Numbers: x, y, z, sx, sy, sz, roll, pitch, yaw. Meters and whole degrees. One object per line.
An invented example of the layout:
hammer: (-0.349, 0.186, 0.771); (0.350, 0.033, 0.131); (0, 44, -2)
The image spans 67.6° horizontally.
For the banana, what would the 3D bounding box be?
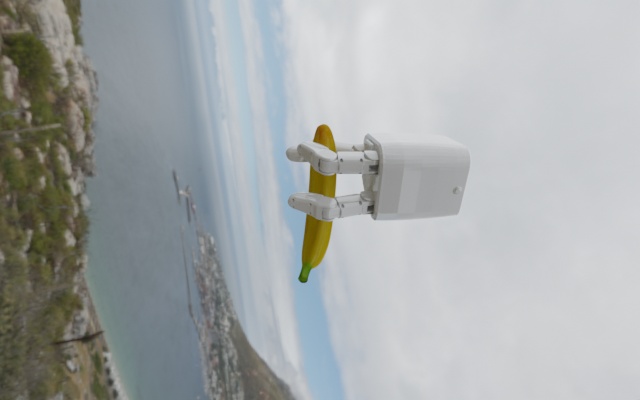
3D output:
banana: (0.000, 0.002, 0.609); (0.037, 0.198, 0.069); (6, 10, 1)
